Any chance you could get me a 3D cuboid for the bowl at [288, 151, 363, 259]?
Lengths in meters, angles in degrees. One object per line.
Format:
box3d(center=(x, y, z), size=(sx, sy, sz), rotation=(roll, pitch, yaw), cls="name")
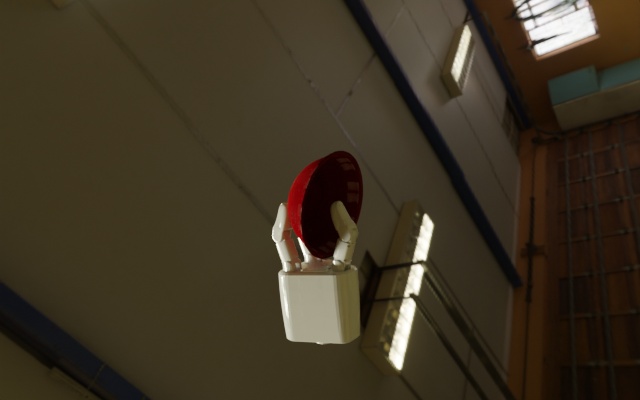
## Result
box3d(center=(0.000, 0.001, 0.713), size=(0.055, 0.162, 0.162), rotation=(14, 8, 33), cls="bowl")
